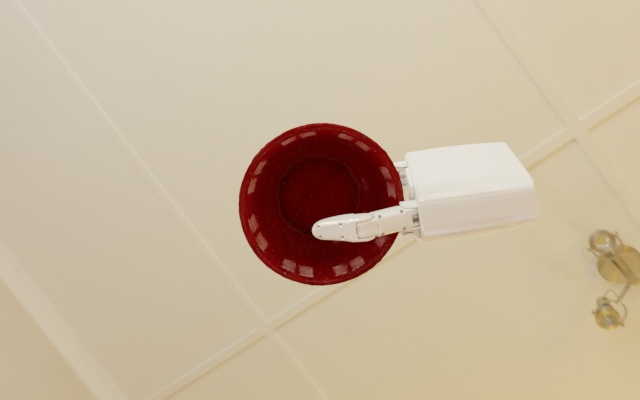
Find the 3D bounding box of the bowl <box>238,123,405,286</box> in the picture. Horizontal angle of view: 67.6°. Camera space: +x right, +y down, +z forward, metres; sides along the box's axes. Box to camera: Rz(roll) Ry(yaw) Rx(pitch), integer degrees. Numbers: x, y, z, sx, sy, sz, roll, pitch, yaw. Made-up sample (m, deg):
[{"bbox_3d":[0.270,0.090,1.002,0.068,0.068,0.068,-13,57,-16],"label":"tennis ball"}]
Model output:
[{"bbox_3d":[-0.001,0.001,0.486,0.162,0.162,0.055,0,12,-5],"label":"bowl"}]
